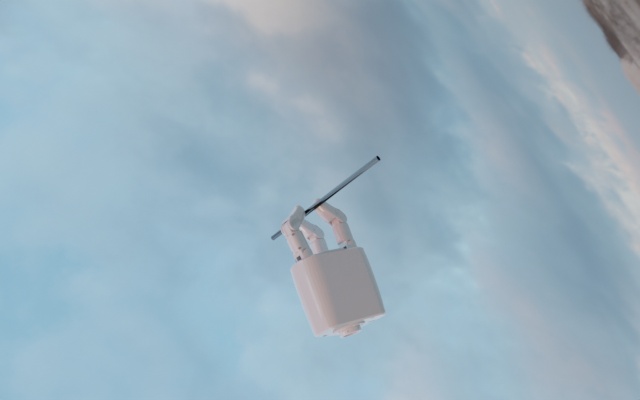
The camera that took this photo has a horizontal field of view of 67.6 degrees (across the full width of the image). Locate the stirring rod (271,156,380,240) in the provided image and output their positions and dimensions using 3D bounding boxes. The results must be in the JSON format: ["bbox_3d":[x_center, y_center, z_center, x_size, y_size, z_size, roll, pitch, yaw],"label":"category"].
[{"bbox_3d":[0.000,0.002,0.716,0.011,0.011,0.240,0,-30,-49],"label":"stirring rod"}]
